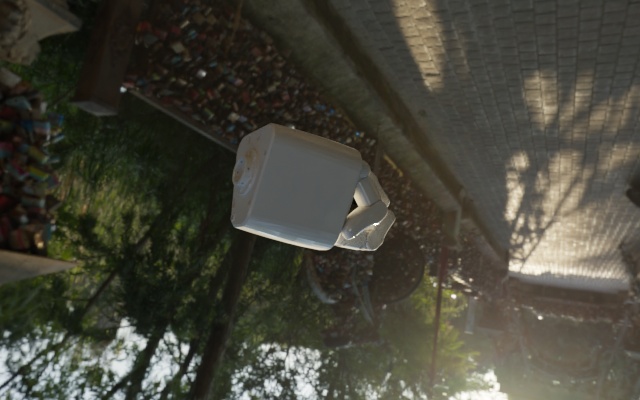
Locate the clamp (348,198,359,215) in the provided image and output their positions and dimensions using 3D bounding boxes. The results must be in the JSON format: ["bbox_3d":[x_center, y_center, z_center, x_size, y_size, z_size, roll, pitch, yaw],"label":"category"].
[{"bbox_3d":[0.000,0.003,0.608,0.120,0.039,0.171,16,-13,-29],"label":"clamp"}]
